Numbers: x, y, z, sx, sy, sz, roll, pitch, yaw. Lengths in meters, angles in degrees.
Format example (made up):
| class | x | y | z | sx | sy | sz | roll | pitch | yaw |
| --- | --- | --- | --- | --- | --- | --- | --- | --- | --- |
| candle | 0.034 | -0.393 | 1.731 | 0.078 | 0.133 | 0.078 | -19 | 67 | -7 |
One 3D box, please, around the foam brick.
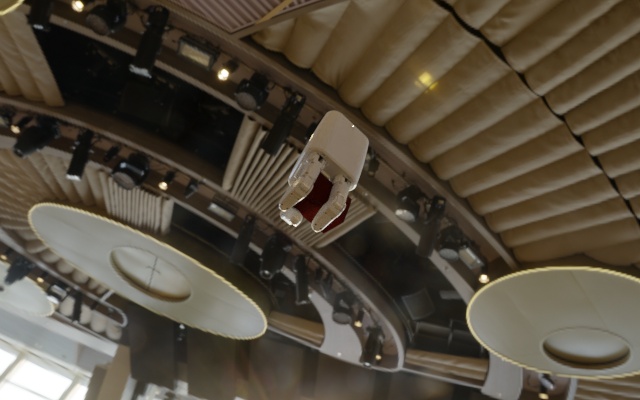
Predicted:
| class | x | y | z | sx | sy | sz | roll | pitch | yaw |
| --- | --- | --- | --- | --- | --- | --- | --- | --- | --- |
| foam brick | 0.000 | 0.003 | 0.742 | 0.078 | 0.051 | 0.053 | 40 | -43 | -19 |
